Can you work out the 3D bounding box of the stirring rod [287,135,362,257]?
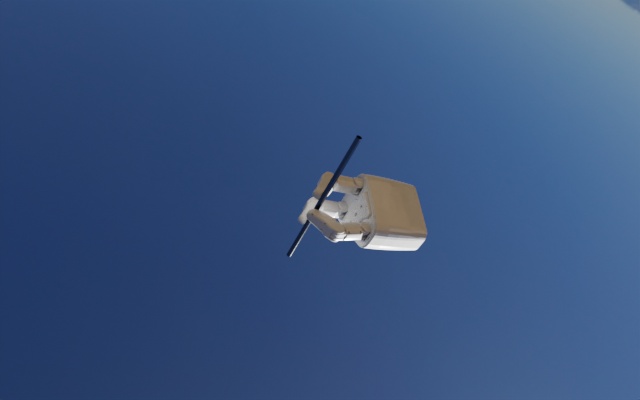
[{"bbox_3d":[0.000,0.002,0.690,0.011,0.240,0.011,20,37,-15],"label":"stirring rod"}]
